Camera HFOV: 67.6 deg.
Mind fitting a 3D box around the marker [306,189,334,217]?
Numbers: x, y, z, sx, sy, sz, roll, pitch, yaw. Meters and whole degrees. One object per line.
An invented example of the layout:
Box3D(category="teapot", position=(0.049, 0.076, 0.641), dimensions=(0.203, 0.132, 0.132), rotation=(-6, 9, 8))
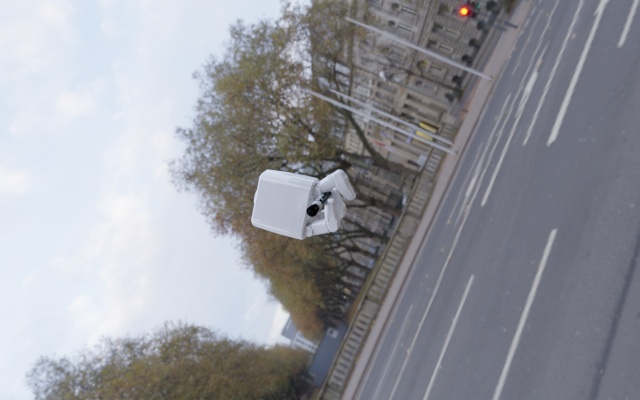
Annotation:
Box3D(category="marker", position=(0.000, 0.003, 0.852), dimensions=(0.020, 0.020, 0.121), rotation=(0, 18, 17))
